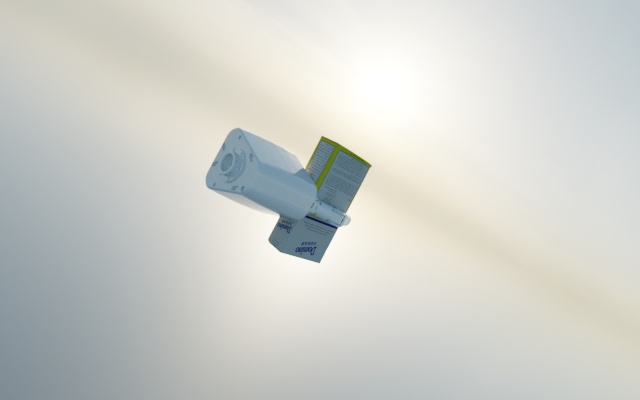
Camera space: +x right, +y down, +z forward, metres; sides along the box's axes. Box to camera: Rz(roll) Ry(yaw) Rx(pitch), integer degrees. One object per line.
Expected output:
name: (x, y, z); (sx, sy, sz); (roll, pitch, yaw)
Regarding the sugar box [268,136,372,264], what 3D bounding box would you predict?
sugar box: (0.000, 0.002, 0.715); (0.093, 0.176, 0.048); (24, 8, -47)
